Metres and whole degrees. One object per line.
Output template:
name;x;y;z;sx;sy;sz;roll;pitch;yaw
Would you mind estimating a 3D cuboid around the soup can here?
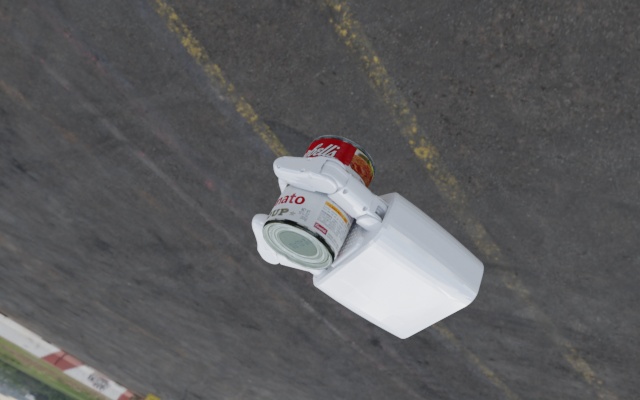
soup can;0.000;0.001;0.423;0.068;0.102;0.069;19;-33;13
